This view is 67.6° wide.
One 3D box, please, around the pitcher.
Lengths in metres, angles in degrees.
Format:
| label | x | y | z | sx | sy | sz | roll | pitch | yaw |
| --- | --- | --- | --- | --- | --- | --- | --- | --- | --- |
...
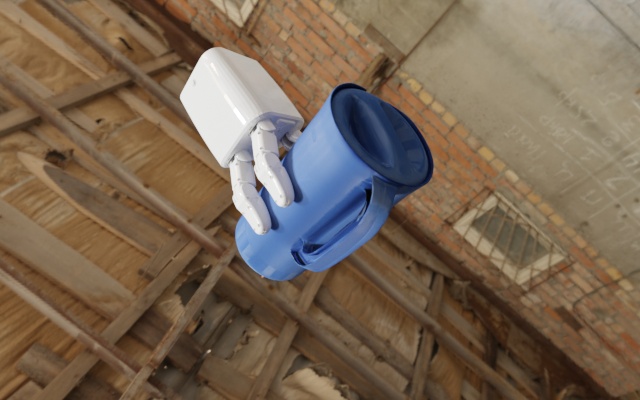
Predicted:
| label | x | y | z | sx | sy | sz | roll | pitch | yaw |
| --- | --- | --- | --- | --- | --- | --- | --- | --- | --- |
| pitcher | 0.000 | 0.002 | 0.543 | 0.149 | 0.145 | 0.243 | -24 | -16 | -49 |
